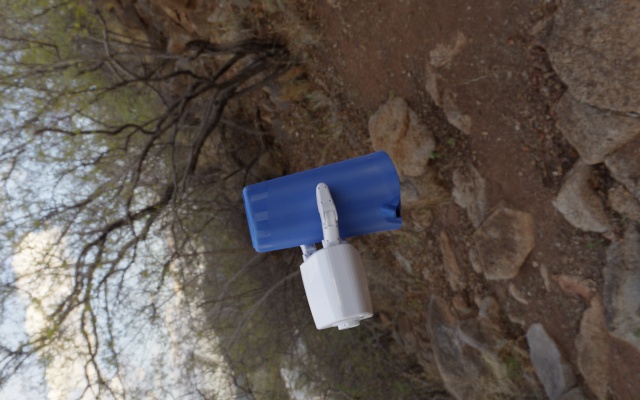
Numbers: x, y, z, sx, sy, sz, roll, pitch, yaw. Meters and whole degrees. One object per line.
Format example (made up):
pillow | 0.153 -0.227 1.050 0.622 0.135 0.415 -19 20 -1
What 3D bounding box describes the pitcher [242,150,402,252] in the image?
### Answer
pitcher | 0.000 0.003 0.782 0.243 0.145 0.149 -12 -17 -9
